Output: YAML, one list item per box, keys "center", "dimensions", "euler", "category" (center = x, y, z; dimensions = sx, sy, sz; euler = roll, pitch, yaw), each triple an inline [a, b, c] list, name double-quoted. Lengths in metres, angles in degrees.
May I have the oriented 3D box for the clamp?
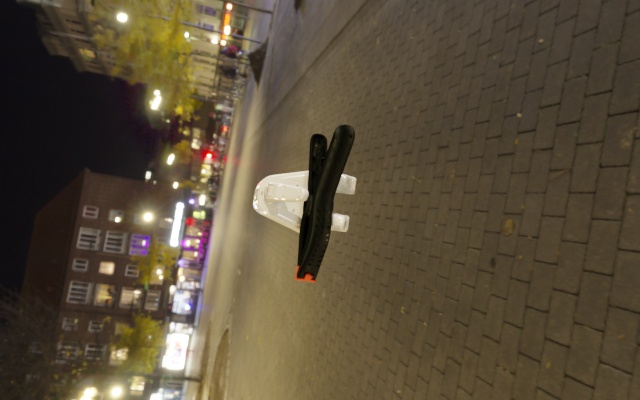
- center: [-0.001, 0.002, 0.619]
  dimensions: [0.036, 0.210, 0.164]
  euler: [10, -5, -12]
  category: "clamp"
